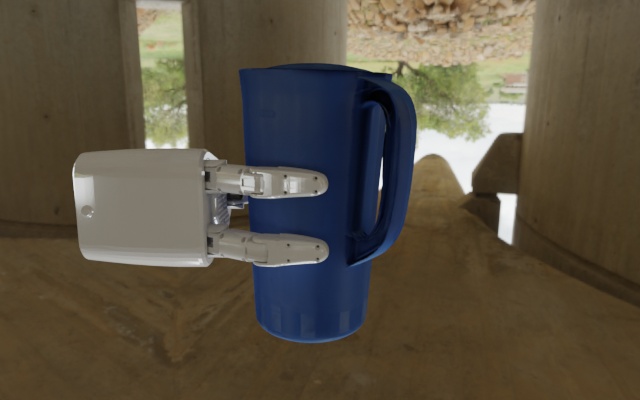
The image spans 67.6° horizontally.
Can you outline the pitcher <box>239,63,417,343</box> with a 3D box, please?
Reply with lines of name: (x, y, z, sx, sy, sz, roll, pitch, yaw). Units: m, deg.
pitcher: (0.000, 0.001, 0.433, 0.145, 0.243, 0.149, 1, 13, 1)
